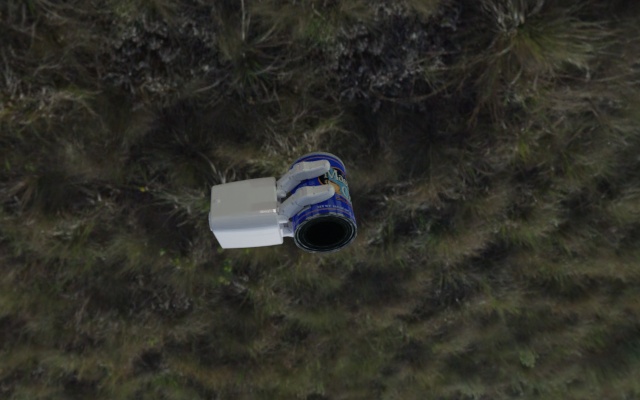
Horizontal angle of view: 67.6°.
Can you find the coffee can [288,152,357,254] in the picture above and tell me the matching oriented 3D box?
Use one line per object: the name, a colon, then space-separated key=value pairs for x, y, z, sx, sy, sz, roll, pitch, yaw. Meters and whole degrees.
coffee can: x=0.000 y=0.003 z=0.802 sx=0.103 sy=0.140 sz=0.103 roll=-5 pitch=-41 yaw=-4
